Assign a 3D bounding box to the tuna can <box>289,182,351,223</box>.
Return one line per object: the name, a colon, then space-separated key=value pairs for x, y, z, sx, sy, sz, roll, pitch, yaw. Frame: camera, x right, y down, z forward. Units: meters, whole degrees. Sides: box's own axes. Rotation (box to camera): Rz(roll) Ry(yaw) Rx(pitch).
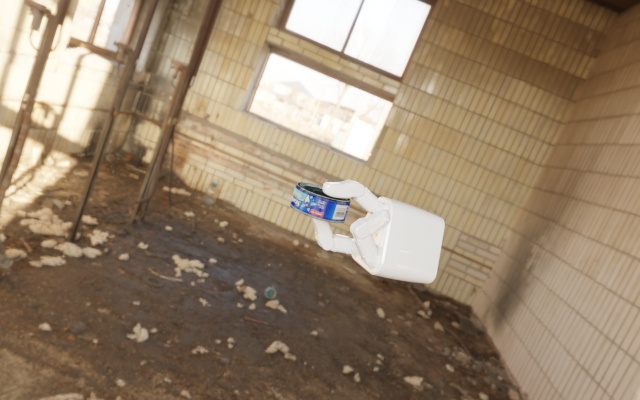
tuna can: x=0.000 y=0.002 z=0.699 sx=0.086 sy=0.034 sz=0.086 roll=17 pitch=11 yaw=-3
